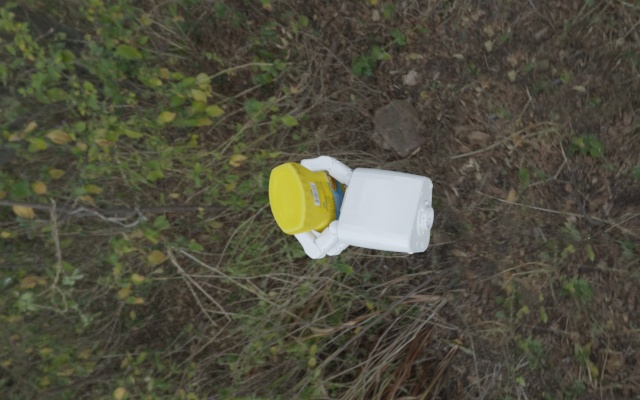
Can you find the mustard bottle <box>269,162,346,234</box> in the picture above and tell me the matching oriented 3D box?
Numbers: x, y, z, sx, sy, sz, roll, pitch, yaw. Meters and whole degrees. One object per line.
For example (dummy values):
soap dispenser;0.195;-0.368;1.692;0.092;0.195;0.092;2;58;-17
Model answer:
mustard bottle;0.000;0.002;0.718;0.058;0.096;0.191;-20;-13;27
